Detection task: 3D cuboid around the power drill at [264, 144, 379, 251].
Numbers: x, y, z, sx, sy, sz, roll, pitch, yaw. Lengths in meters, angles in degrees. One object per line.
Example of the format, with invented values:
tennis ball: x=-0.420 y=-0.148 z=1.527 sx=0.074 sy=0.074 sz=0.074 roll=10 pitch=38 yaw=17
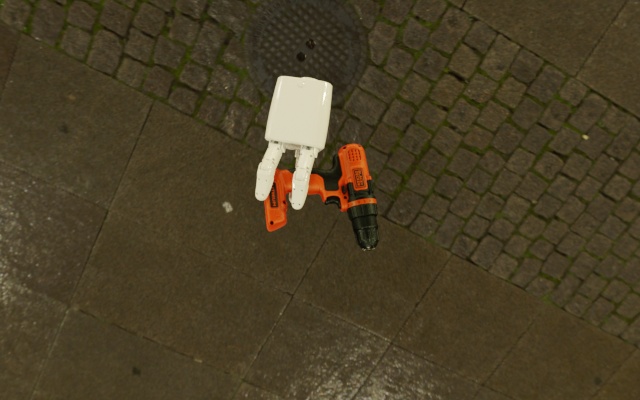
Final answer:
power drill: x=0.000 y=0.002 z=0.800 sx=0.187 sy=0.184 sz=0.057 roll=-7 pitch=-14 yaw=-10
